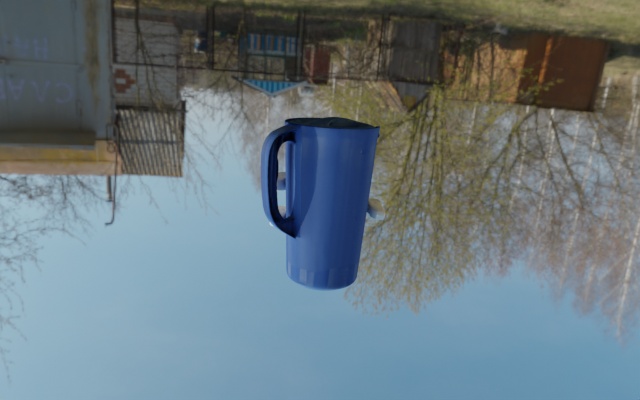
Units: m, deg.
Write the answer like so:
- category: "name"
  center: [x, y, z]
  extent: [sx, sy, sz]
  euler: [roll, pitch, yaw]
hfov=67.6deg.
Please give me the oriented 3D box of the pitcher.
- category: "pitcher"
  center: [0.000, 0.002, 0.690]
  extent: [0.149, 0.243, 0.145]
  euler: [6, 15, 8]
